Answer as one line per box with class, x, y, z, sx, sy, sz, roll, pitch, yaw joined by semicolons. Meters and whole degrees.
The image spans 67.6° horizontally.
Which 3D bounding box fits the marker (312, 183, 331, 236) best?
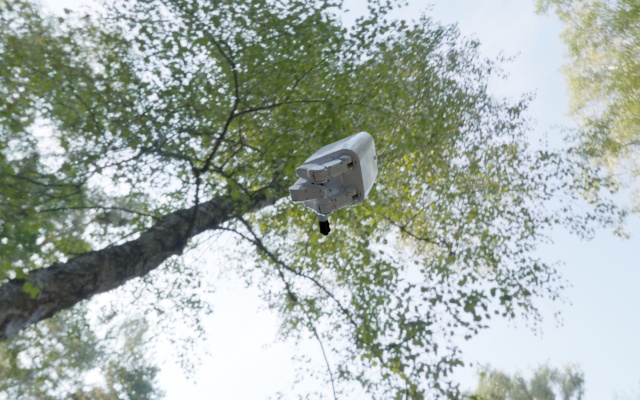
marker;0.000;0.003;0.782;0.020;0.121;0.020;-8;23;4
